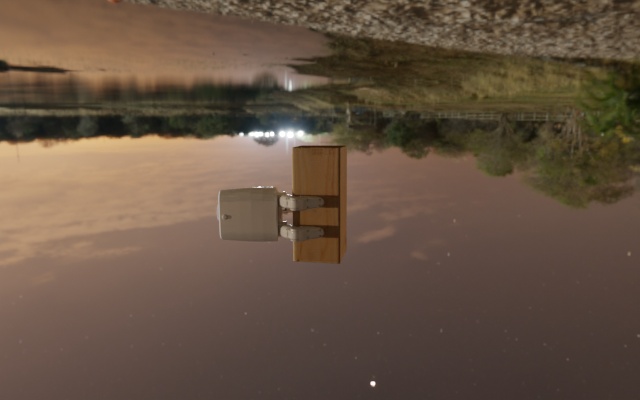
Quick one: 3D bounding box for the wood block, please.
[{"bbox_3d":[0.000,0.003,0.885,0.090,0.206,0.091,1,10,10],"label":"wood block"}]
